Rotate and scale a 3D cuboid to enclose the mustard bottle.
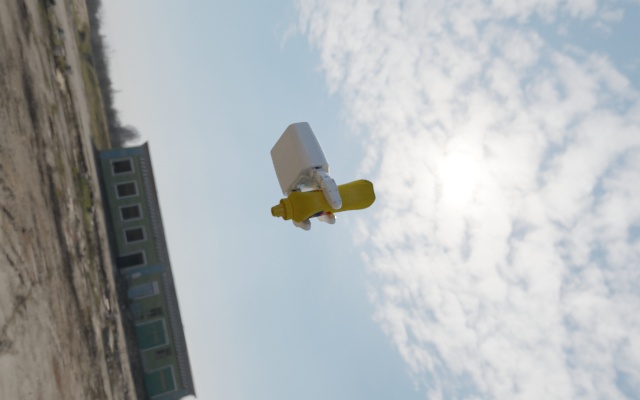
[{"bbox_3d":[0.000,0.003,0.891,0.191,0.058,0.096,-11,-1,-23],"label":"mustard bottle"}]
